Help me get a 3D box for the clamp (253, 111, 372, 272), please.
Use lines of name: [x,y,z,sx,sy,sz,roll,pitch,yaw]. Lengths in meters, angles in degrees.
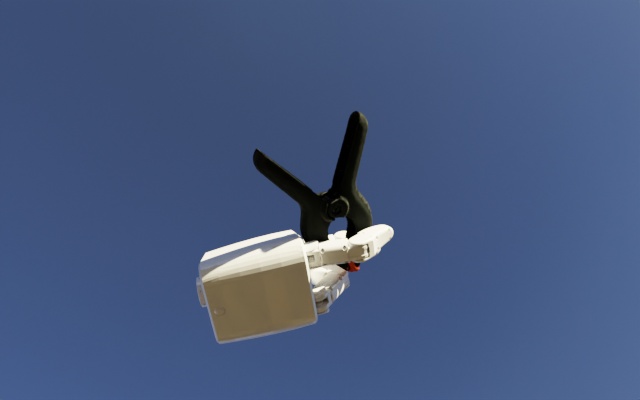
clamp: [0.000,0.002,0.496,0.120,0.171,0.039,-12,20,-9]
